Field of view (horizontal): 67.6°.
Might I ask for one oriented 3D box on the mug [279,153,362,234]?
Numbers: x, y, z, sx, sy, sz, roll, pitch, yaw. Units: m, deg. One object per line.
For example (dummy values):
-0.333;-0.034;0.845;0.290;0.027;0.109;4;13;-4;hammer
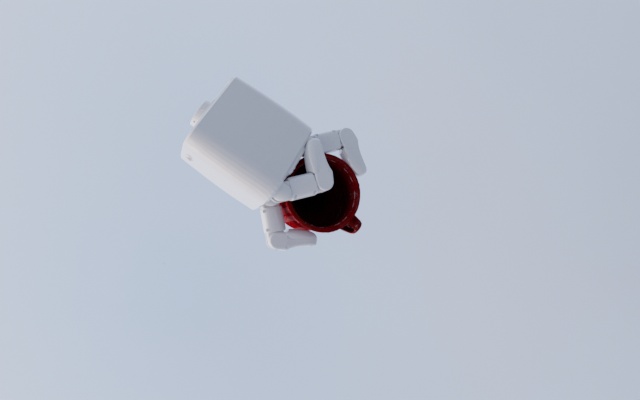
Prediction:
0.001;0.003;0.589;0.117;0.093;0.081;36;-16;-12;mug
